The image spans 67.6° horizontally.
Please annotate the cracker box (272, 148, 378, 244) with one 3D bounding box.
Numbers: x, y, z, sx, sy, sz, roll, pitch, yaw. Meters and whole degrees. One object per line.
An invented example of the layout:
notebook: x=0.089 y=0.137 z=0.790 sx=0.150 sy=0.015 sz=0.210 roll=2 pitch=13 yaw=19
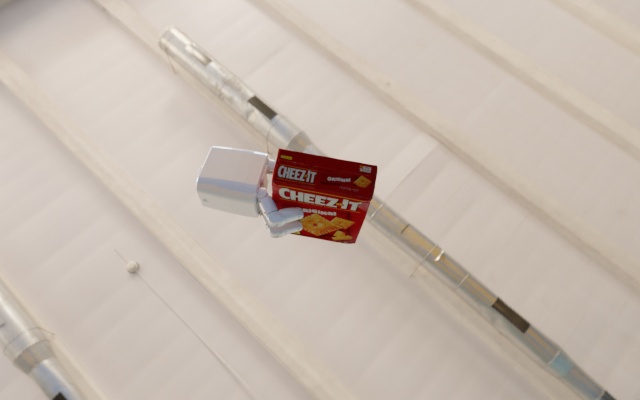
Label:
cracker box: x=0.000 y=0.003 z=0.847 sx=0.164 sy=0.072 sz=0.214 roll=10 pitch=-25 yaw=0
